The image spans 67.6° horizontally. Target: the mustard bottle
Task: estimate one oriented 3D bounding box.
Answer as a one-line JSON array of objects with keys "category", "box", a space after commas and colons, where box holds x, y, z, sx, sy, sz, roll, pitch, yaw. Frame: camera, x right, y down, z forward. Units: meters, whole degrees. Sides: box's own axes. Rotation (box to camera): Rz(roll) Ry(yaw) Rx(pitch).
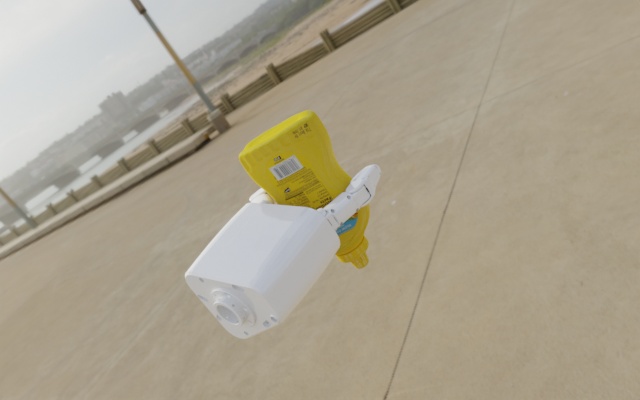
[{"category": "mustard bottle", "box": [0.000, 0.001, 0.535, 0.096, 0.192, 0.058, -26, 21, 21]}]
